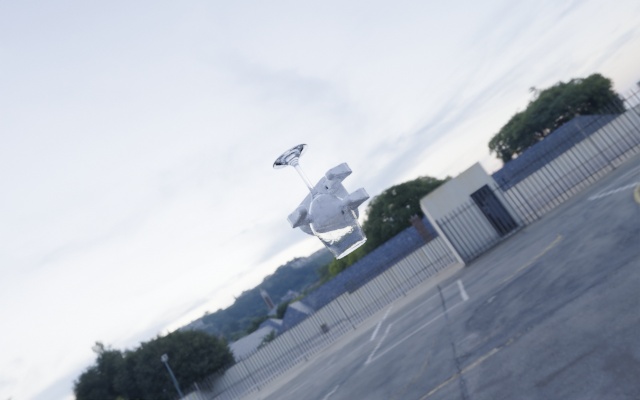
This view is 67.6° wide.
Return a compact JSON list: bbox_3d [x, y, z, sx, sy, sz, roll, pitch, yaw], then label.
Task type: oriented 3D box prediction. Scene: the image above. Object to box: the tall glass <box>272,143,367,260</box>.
[{"bbox_3d":[0.000,0.002,0.830,0.079,0.201,0.079,-32,-12,-7],"label":"tall glass"}]
